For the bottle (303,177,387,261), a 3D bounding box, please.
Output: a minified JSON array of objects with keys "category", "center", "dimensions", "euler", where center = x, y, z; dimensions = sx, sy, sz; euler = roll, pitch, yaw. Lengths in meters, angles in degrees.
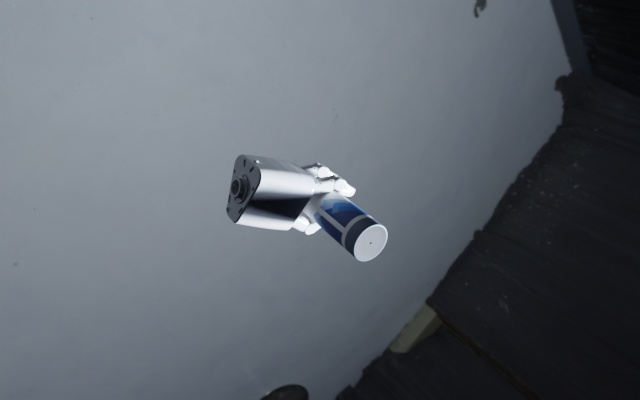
[{"category":"bottle","center":[0.000,0.003,0.849],"dimensions":[0.069,0.069,0.295],"euler":[0,26,-36]}]
